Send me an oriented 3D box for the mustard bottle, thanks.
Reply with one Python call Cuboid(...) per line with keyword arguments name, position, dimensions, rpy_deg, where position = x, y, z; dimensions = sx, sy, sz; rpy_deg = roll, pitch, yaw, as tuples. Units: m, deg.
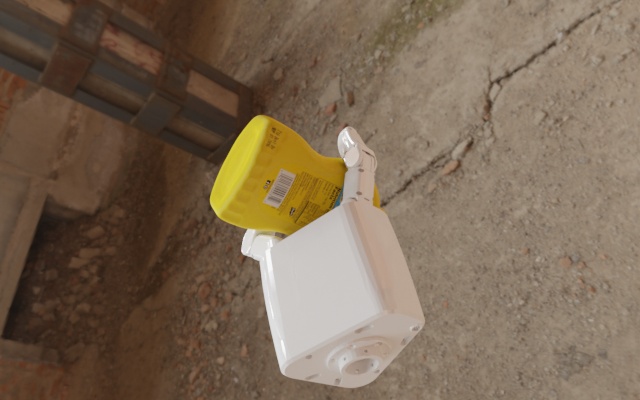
Cuboid(name="mustard bottle", position=(0.000, 0.001, 0.457), dimensions=(0.192, 0.096, 0.058), rpy_deg=(25, 8, -34))
